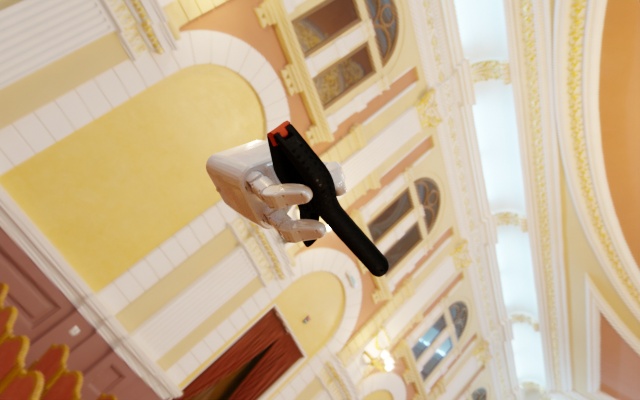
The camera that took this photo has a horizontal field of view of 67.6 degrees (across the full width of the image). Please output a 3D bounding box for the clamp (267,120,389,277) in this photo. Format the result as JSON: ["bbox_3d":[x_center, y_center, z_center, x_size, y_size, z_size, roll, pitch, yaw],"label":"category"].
[{"bbox_3d":[0.000,0.001,0.582,0.036,0.210,0.164,-41,37,-24],"label":"clamp"}]
